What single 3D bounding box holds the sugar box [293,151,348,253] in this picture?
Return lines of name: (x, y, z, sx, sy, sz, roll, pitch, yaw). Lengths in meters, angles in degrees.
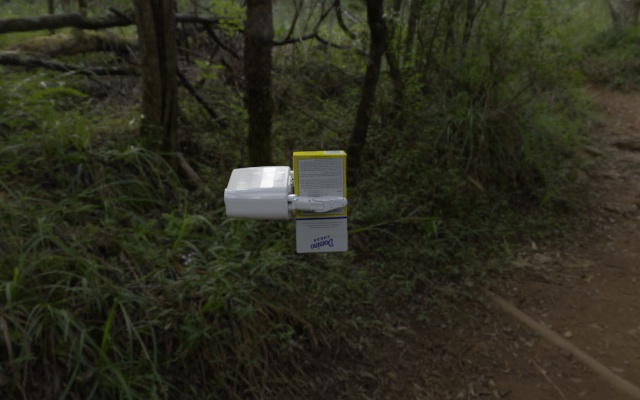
sugar box: (0.000, 0.003, 0.845, 0.093, 0.176, 0.048, -1, 16, -3)
